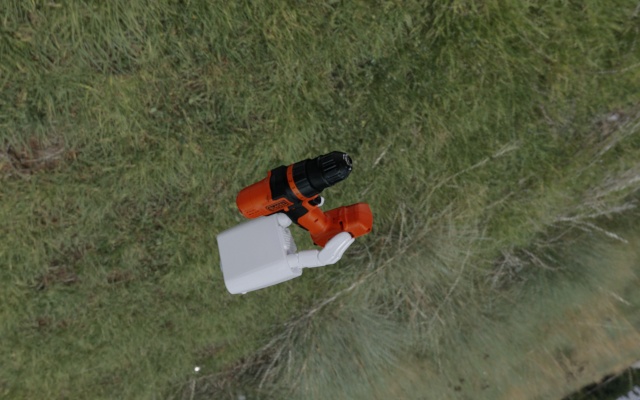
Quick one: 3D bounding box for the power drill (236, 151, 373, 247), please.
[{"bbox_3d":[0.000,0.003,0.701,0.184,0.057,0.188,-19,-34,29],"label":"power drill"}]
